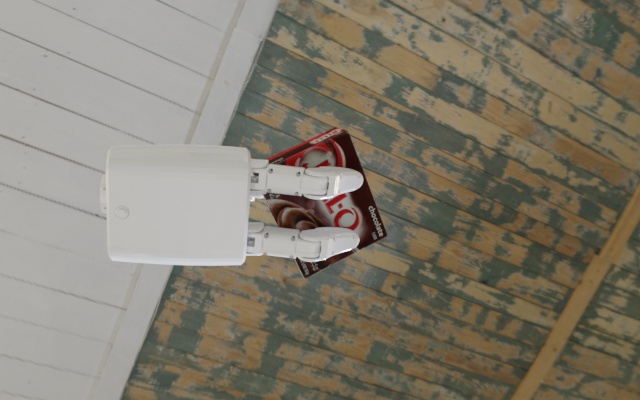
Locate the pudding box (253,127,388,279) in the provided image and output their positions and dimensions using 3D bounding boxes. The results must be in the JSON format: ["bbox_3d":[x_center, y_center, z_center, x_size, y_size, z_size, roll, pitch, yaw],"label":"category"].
[{"bbox_3d":[0.000,0.001,0.438,0.090,0.113,0.039,-26,23,-8],"label":"pudding box"}]
